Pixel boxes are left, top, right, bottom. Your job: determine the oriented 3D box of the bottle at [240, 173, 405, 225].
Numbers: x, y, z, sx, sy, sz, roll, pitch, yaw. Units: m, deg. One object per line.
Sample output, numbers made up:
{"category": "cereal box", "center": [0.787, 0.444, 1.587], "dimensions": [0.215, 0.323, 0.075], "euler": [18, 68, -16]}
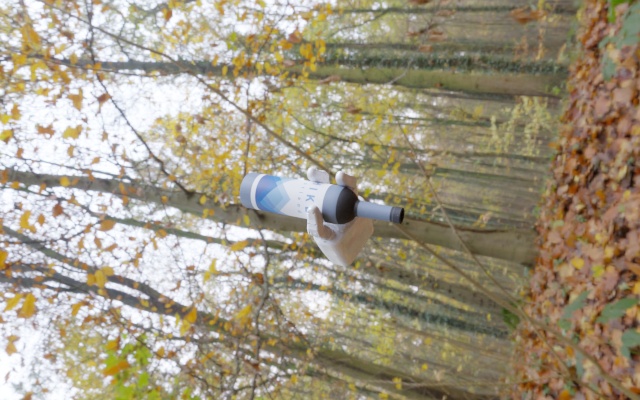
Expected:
{"category": "bottle", "center": [0.000, 0.003, 0.834], "dimensions": [0.295, 0.069, 0.069], "euler": [10, 4, 24]}
